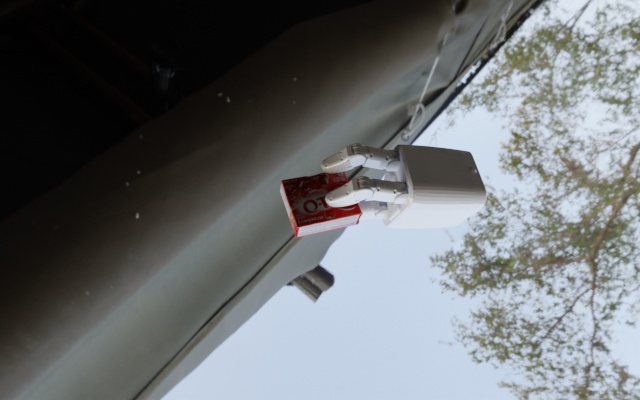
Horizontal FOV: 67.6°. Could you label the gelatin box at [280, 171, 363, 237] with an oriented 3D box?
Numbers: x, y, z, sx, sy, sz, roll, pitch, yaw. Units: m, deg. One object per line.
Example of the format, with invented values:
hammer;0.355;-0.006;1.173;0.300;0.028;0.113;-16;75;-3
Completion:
gelatin box;0.000;0.002;0.614;0.089;0.073;0.030;-11;-31;-16
